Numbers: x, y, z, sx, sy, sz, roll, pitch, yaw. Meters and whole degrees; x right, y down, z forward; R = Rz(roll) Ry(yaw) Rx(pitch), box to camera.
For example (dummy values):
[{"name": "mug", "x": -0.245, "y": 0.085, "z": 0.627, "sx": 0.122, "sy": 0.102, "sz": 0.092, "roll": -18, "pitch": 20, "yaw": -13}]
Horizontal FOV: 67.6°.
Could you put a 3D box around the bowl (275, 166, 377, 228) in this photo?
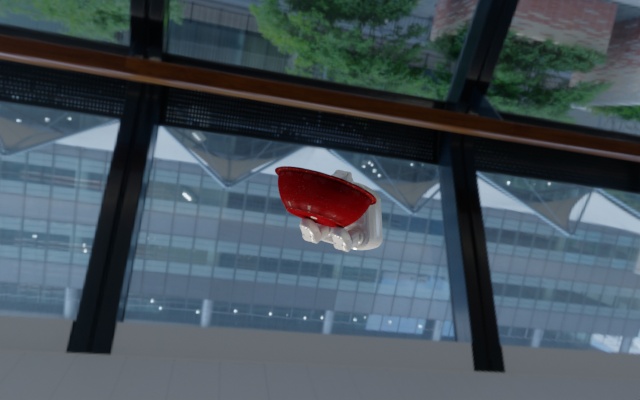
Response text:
[{"name": "bowl", "x": -0.001, "y": 0.002, "z": 0.721, "sx": 0.162, "sy": 0.055, "sz": 0.162, "roll": 17, "pitch": -10, "yaw": 3}]
